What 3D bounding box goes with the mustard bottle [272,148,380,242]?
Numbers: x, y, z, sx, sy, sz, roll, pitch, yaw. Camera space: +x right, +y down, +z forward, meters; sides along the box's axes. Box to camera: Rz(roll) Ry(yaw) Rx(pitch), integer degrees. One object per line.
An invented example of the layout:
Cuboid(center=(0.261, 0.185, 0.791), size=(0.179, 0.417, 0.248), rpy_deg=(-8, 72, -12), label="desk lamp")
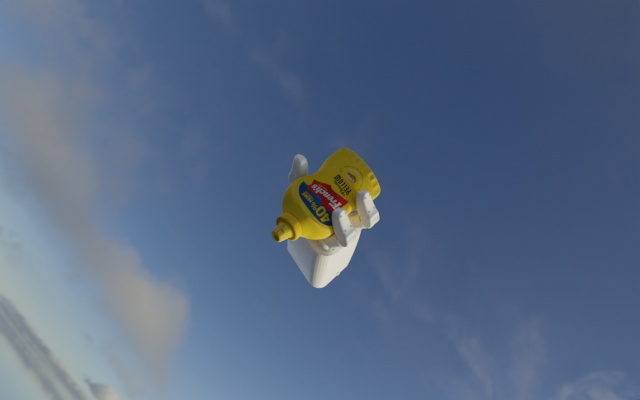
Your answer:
Cuboid(center=(0.000, 0.002, 0.714), size=(0.191, 0.096, 0.058), rpy_deg=(-38, -1, -34), label="mustard bottle")
